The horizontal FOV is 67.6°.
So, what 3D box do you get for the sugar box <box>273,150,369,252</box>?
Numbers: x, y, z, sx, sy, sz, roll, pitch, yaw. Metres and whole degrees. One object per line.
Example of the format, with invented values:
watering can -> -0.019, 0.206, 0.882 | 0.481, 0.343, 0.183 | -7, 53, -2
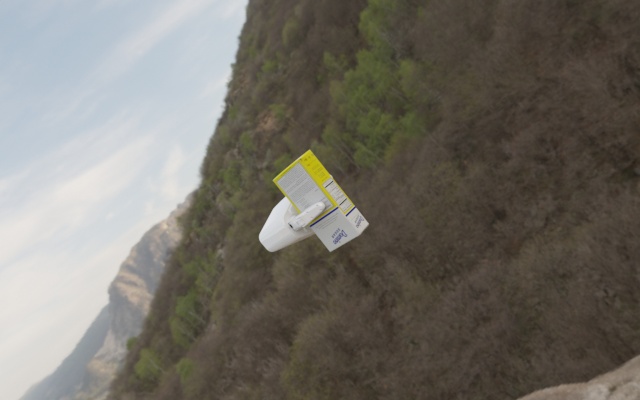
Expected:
sugar box -> 0.000, 0.003, 0.886 | 0.093, 0.176, 0.048 | -35, 7, 45
